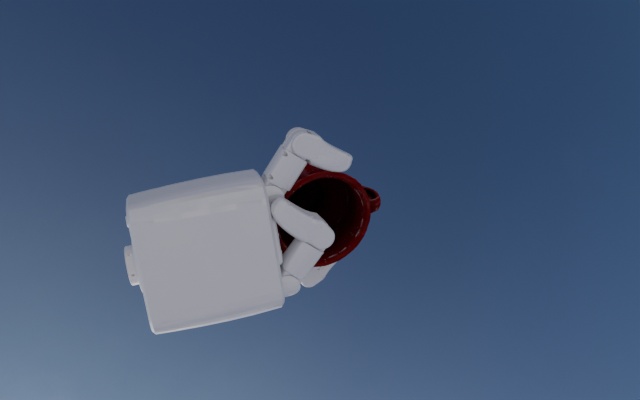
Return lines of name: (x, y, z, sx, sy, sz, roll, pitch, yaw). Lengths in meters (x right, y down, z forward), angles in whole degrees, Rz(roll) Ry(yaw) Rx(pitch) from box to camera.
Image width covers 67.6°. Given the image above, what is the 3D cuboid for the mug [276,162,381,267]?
mug: (0.001, 0.001, 0.460, 0.117, 0.093, 0.081, -10, 25, -18)
